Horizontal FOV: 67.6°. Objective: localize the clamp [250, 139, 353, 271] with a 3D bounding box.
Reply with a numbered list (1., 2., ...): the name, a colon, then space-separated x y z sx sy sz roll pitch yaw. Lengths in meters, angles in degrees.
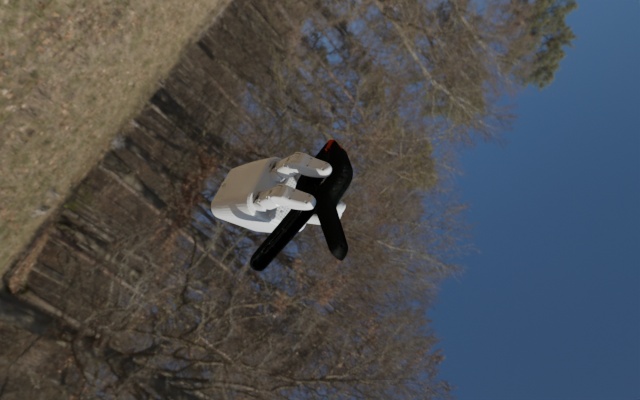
1. clamp: 0.001 0.002 0.637 0.164 0.210 0.036 -6 -40 46
